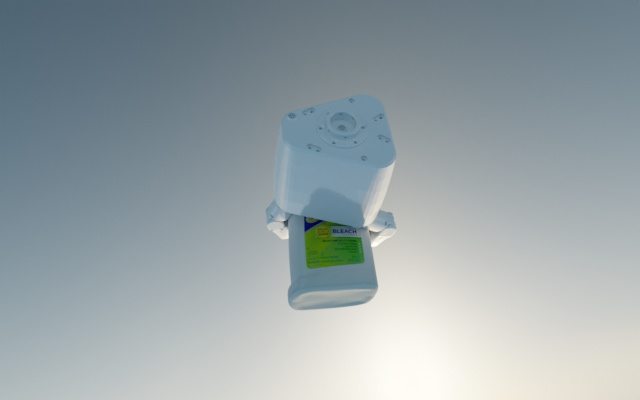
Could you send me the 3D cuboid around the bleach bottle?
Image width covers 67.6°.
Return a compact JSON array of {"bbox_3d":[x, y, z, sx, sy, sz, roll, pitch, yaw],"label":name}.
[{"bbox_3d":[0.000,0.002,0.583,0.102,0.250,0.068,-2,-32,-10],"label":"bleach bottle"}]
